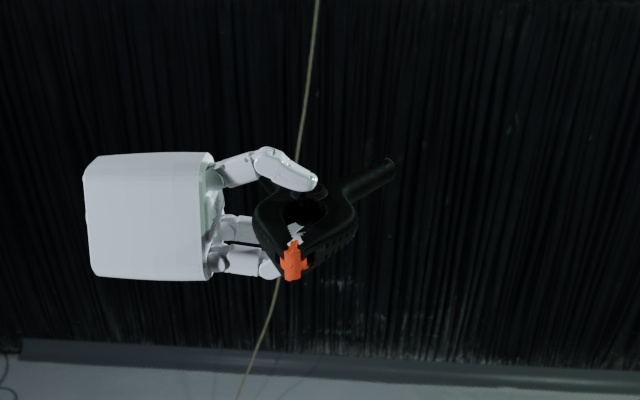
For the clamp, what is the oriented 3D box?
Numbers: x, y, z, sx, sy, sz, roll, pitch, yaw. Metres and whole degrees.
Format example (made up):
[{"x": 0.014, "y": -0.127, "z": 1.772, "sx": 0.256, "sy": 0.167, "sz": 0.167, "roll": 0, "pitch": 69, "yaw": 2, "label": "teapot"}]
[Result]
[{"x": 0.000, "y": 0.001, "z": 0.454, "sx": 0.164, "sy": 0.036, "sz": 0.210, "roll": -1, "pitch": 28, "yaw": 0, "label": "clamp"}]
